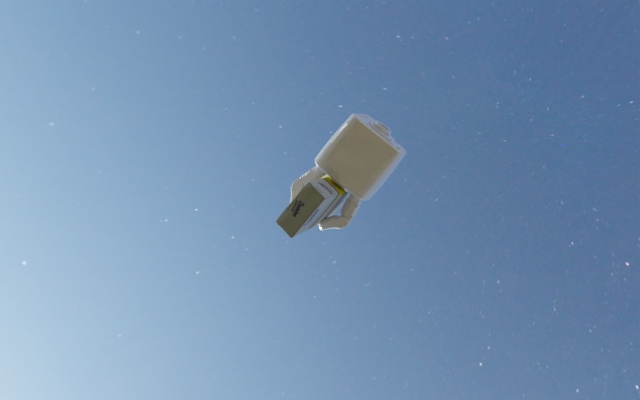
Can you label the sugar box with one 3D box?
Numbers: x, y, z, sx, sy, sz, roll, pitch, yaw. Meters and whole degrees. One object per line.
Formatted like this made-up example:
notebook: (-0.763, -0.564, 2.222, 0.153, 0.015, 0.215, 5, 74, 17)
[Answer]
sugar box: (0.000, 0.002, 0.827, 0.048, 0.093, 0.176, 45, 22, 13)
